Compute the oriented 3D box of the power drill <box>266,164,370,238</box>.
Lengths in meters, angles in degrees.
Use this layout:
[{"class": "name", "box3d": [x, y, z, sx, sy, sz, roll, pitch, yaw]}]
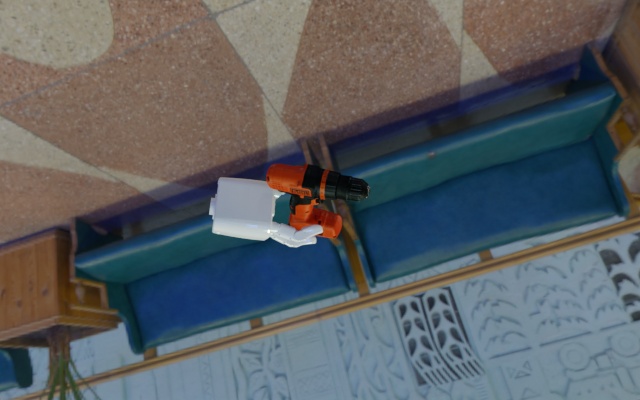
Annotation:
[{"class": "power drill", "box3d": [0.000, 0.003, 0.895, 0.184, 0.057, 0.188, 11, -30, 11]}]
